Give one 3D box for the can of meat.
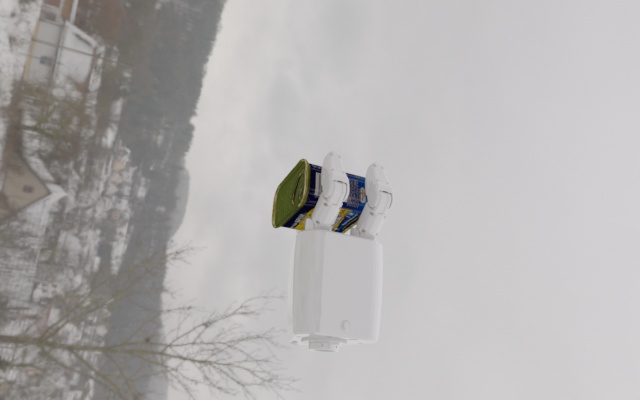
[{"bbox_3d":[0.000,0.002,0.557,0.084,0.057,0.102,13,-28,-21],"label":"can of meat"}]
